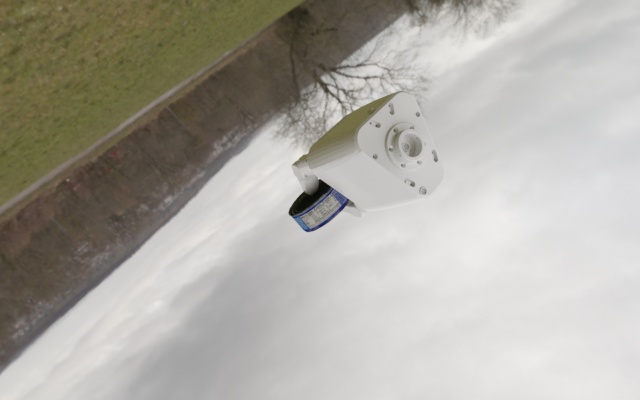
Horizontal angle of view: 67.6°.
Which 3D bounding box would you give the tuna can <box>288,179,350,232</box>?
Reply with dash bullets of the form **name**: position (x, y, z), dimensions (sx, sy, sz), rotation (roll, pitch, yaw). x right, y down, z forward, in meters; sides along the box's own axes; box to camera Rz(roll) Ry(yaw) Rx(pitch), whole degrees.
- **tuna can**: position (0.000, 0.003, 0.636), dimensions (0.086, 0.034, 0.086), rotation (-37, 16, 13)
